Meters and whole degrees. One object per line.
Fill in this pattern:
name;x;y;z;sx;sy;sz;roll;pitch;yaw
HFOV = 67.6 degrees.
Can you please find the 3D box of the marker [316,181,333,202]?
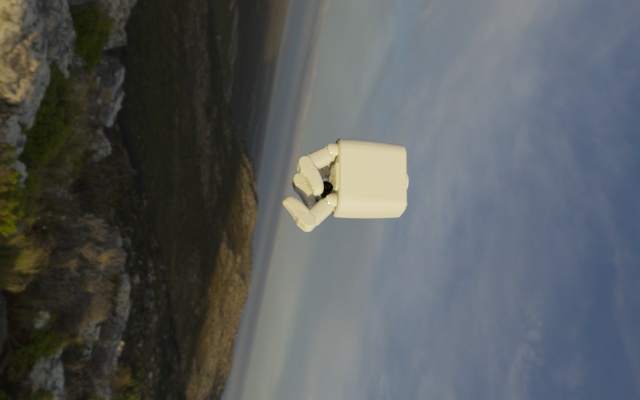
marker;0.000;0.002;0.740;0.020;0.020;0.121;0;-25;-11
